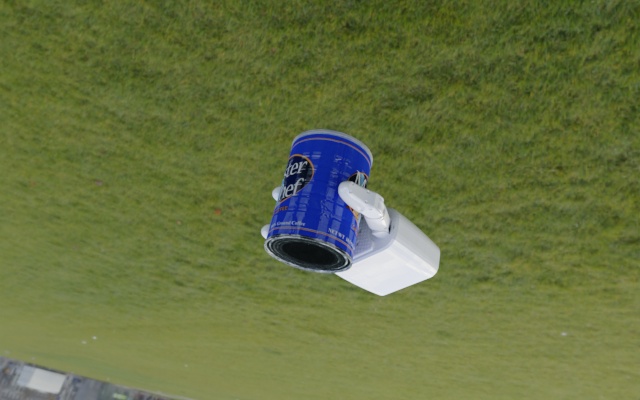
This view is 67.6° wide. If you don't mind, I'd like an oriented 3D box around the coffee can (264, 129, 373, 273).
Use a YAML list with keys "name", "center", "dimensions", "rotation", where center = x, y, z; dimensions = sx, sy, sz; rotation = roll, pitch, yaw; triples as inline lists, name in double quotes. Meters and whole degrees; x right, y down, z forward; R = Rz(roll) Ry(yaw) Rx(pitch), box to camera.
- name: "coffee can"
  center: [0.000, 0.002, 0.566]
  dimensions: [0.103, 0.140, 0.103]
  rotation: [11, -26, 5]
